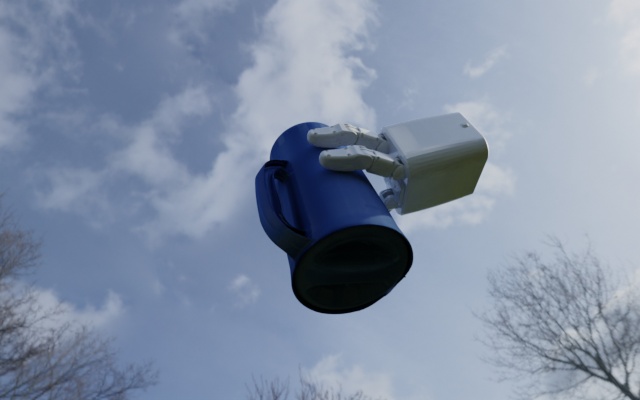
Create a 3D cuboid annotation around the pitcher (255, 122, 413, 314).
[{"bbox_3d":[0.000,0.002,0.579,0.145,0.149,0.242,-15,41,-5],"label":"pitcher"}]
